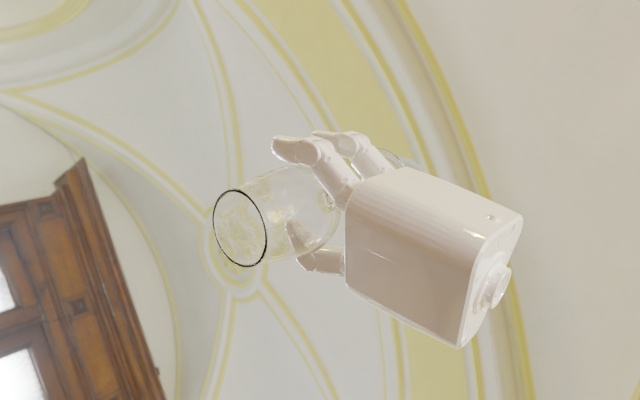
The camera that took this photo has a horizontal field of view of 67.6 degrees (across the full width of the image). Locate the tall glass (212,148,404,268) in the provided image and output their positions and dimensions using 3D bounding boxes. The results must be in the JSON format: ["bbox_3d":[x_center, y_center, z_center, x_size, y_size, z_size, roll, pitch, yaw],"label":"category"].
[{"bbox_3d":[0.000,0.001,0.437,0.079,0.079,0.201,0,12,40],"label":"tall glass"}]
